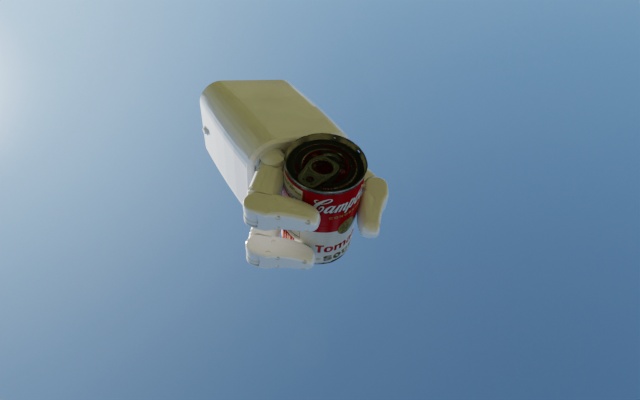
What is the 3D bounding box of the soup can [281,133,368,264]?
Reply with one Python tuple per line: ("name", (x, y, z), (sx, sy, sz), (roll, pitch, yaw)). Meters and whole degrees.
("soup can", (0.000, 0.002, 0.420), (0.068, 0.068, 0.102), (0, -41, -6))
